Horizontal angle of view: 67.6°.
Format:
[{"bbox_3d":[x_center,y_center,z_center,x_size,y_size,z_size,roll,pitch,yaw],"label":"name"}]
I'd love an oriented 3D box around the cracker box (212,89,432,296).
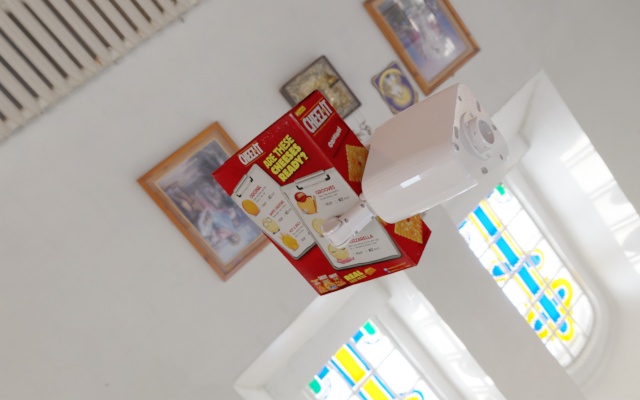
[{"bbox_3d":[0.000,0.002,0.565,0.164,0.214,0.072,-28,17,43],"label":"cracker box"}]
